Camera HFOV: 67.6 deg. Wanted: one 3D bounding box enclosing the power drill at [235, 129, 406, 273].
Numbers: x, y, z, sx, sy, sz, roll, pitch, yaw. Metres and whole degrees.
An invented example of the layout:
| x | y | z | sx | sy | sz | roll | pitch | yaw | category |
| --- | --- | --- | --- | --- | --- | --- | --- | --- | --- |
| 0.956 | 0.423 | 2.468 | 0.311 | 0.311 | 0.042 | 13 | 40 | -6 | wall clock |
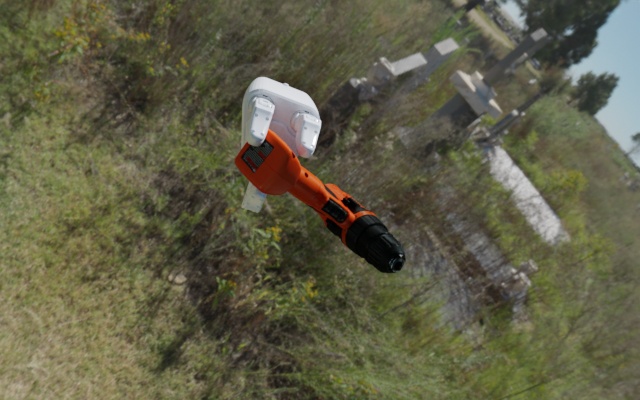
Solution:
| x | y | z | sx | sy | sz | roll | pitch | yaw | category |
| --- | --- | --- | --- | --- | --- | --- | --- | --- | --- |
| 0.000 | 0.001 | 0.552 | 0.188 | 0.057 | 0.184 | 38 | 2 | -38 | power drill |
